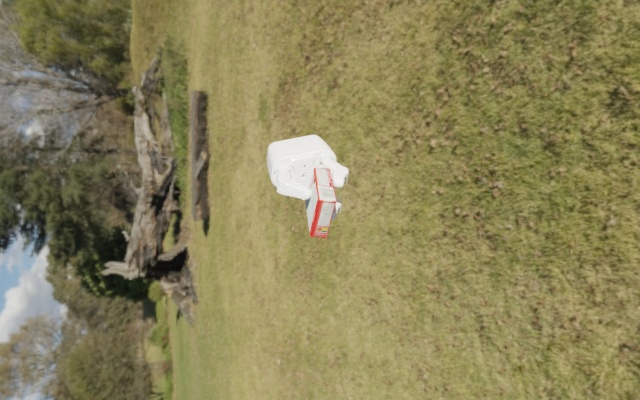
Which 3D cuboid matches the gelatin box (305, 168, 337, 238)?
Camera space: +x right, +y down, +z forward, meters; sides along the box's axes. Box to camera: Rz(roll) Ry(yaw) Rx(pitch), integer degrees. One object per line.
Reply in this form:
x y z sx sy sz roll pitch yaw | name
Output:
0.000 0.003 0.742 0.030 0.073 0.089 6 36 -11 | gelatin box
